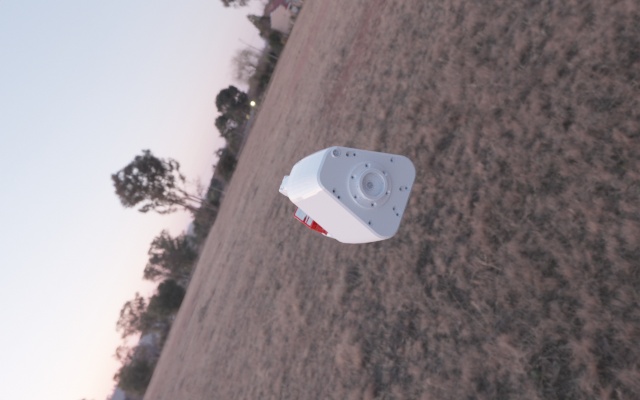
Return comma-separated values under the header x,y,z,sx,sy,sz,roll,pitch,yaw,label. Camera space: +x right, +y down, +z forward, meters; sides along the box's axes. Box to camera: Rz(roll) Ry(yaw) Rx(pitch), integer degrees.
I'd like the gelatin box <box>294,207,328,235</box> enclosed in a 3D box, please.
x,y,z,sx,sy,sz,roll,pitch,yaw,label
0.000,0.002,0.666,0.030,0.073,0.089,24,1,-20,gelatin box
